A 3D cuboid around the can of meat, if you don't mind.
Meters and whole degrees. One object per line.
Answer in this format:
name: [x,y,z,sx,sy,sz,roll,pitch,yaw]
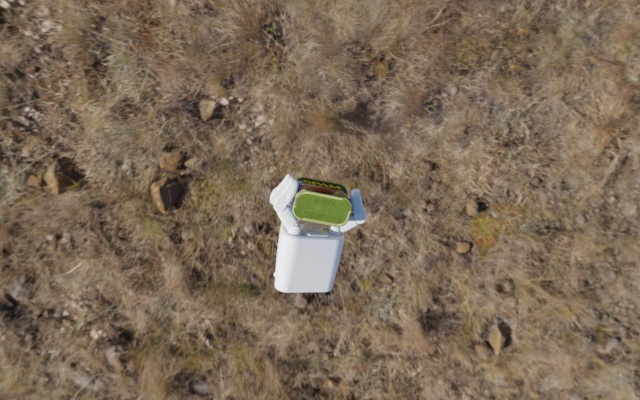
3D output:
can of meat: [0.000,0.003,0.819,0.102,0.057,0.084,11,16,-8]
